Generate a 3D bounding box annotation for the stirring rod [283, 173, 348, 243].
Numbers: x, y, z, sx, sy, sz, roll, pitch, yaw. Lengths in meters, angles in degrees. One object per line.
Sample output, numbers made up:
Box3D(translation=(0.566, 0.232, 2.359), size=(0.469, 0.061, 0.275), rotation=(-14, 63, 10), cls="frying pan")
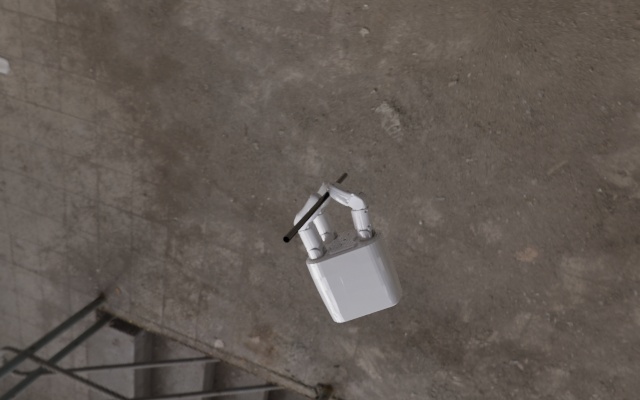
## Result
Box3D(translation=(0.000, 0.002, 0.648), size=(0.011, 0.011, 0.239), rotation=(0, 21, 20), cls="stirring rod")
